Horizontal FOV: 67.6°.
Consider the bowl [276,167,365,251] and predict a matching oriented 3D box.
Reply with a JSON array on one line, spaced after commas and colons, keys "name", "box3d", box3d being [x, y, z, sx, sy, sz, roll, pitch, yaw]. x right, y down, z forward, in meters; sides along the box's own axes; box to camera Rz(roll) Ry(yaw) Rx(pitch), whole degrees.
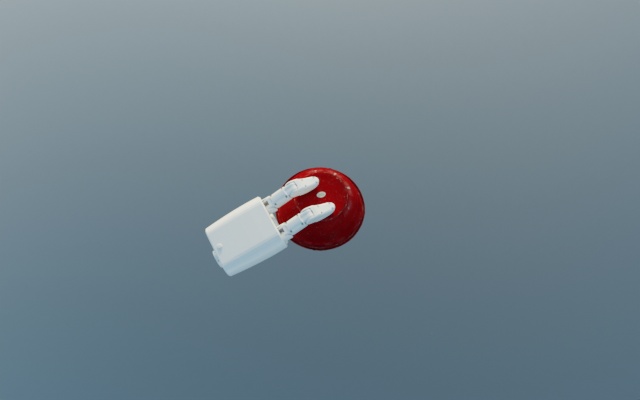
[{"name": "bowl", "box3d": [0.001, 0.002, 0.833, 0.162, 0.162, 0.055, 0, -24, -2]}]
